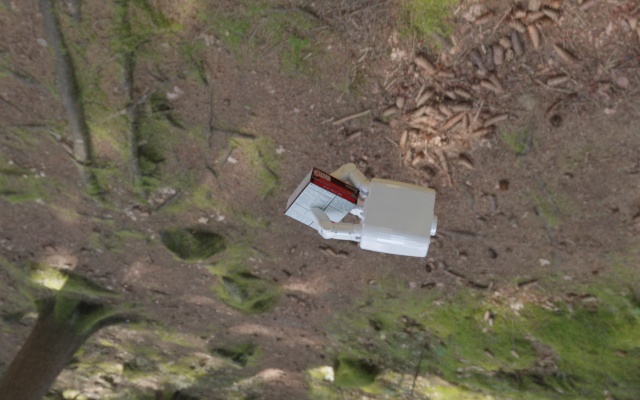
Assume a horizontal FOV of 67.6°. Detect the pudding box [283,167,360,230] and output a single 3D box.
[{"bbox_3d":[0.000,0.003,0.810,0.090,0.039,0.113,27,-42,-13],"label":"pudding box"}]
